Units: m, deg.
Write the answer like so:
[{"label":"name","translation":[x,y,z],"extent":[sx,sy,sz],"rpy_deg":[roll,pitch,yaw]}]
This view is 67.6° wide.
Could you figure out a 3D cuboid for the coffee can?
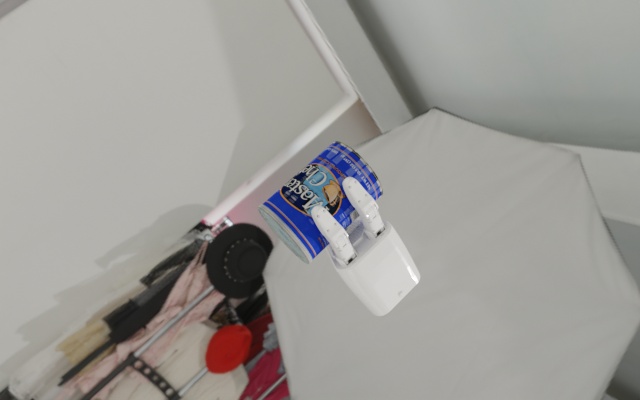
[{"label":"coffee can","translation":[0.000,0.002,0.653],"extent":[0.140,0.103,0.103],"rpy_deg":[-42,11,-13]}]
